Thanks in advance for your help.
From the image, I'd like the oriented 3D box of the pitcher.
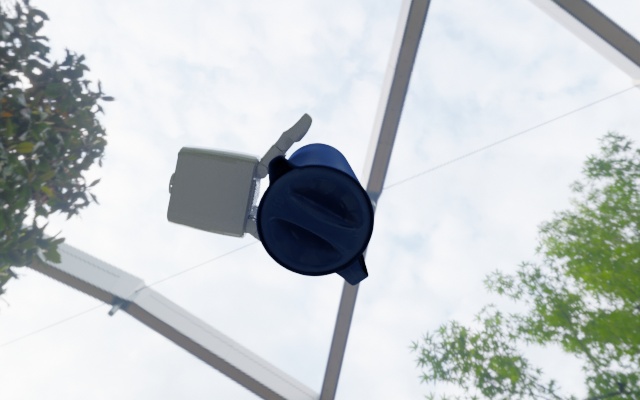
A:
[{"bbox_3d":[0.000,0.002,0.646,0.145,0.149,0.242,10,16,-2],"label":"pitcher"}]
